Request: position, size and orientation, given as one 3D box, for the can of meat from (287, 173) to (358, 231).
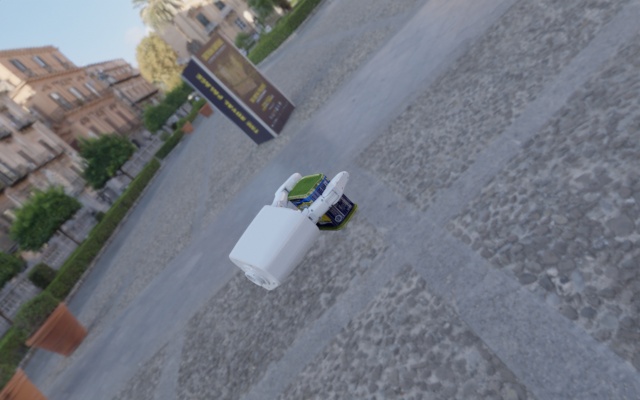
[{"bbox_3d":[0.000,0.002,0.800,0.084,0.057,0.102,44,-20,-18],"label":"can of meat"}]
